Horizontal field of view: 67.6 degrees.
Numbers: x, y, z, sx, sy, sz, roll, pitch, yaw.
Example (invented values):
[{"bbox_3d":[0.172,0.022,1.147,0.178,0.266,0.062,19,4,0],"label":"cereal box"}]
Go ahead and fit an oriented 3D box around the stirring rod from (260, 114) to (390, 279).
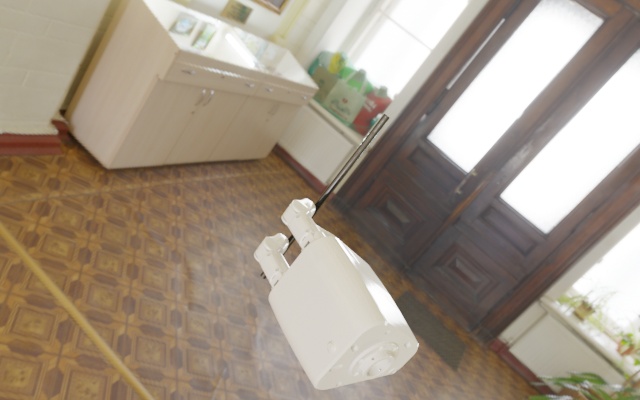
[{"bbox_3d":[0.000,0.002,0.539,0.011,0.239,0.011,33,19,-13],"label":"stirring rod"}]
